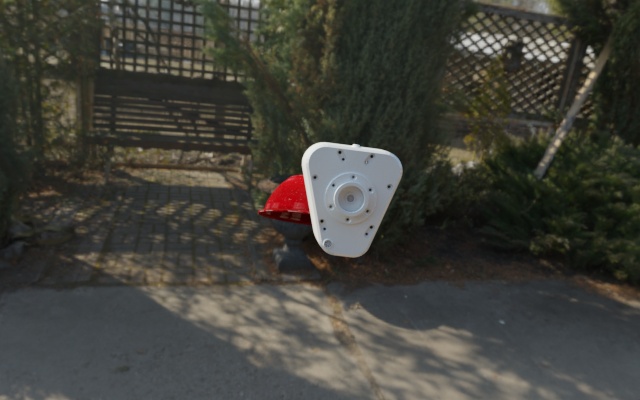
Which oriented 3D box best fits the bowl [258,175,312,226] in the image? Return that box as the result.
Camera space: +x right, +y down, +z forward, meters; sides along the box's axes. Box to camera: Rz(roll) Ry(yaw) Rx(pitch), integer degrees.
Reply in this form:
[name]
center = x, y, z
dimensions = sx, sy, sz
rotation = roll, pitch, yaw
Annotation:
[bowl]
center = 0.000, 0.002, 0.644
dimensions = 0.162, 0.055, 0.162
rotation = 6, -8, 1
